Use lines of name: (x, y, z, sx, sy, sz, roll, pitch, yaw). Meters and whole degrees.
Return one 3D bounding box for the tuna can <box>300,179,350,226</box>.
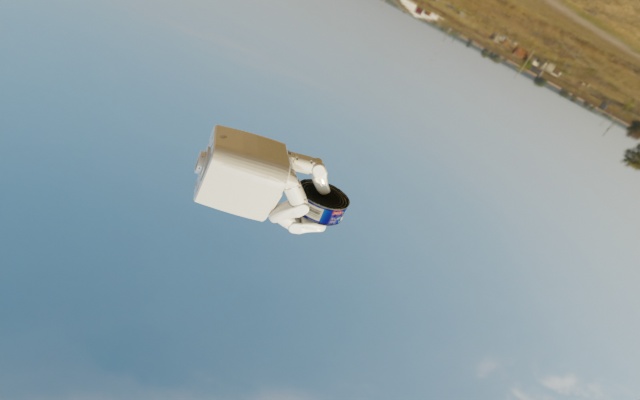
tuna can: (0.000, 0.003, 0.748, 0.086, 0.034, 0.086, 18, 26, -9)
